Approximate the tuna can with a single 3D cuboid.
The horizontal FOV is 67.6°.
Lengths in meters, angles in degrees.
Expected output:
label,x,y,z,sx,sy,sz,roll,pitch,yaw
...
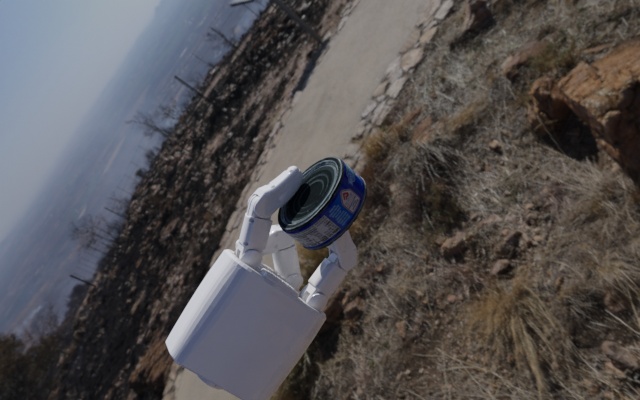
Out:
label,x,y,z,sx,sy,sz,roll,pitch,yaw
tuna can,0.000,0.001,0.444,0.034,0.086,0.086,40,-21,-27
